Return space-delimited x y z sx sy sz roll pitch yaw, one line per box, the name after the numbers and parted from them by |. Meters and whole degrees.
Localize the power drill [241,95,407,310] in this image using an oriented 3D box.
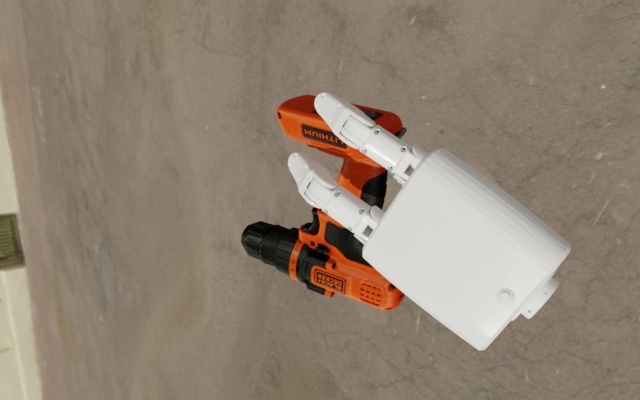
0.000 0.001 0.448 0.184 0.188 0.057 16 33 23 | power drill
